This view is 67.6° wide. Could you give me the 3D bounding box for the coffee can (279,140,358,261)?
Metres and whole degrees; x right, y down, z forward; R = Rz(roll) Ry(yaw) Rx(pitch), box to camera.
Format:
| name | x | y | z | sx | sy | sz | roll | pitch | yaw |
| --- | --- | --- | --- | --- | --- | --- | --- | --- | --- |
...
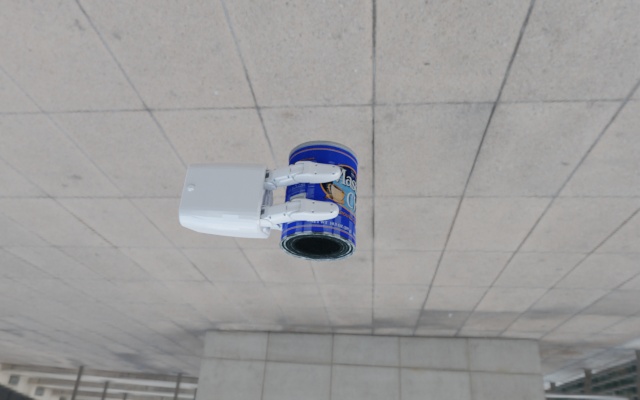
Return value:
| name | x | y | z | sx | sy | sz | roll | pitch | yaw |
| --- | --- | --- | --- | --- | --- | --- | --- | --- | --- |
| coffee can | 0.000 | 0.002 | 0.671 | 0.103 | 0.140 | 0.103 | 3 | -27 | 2 |
